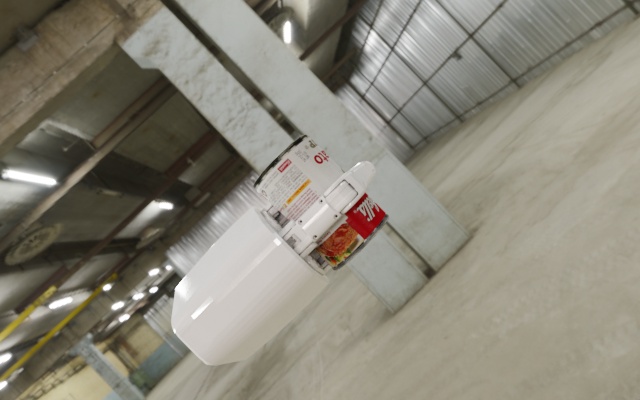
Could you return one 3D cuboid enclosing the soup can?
[{"bbox_3d":[0.000,0.001,0.417,0.068,0.102,0.068,-45,0,0],"label":"soup can"}]
